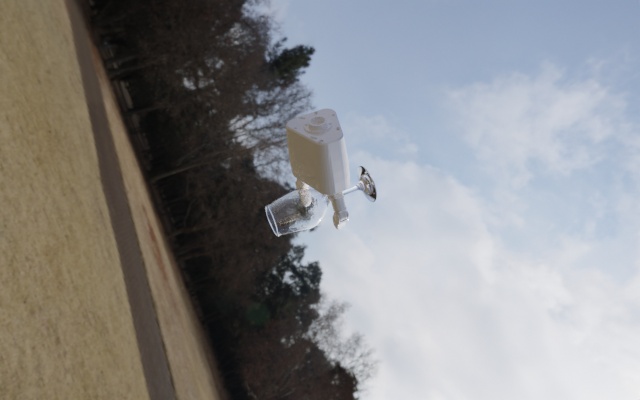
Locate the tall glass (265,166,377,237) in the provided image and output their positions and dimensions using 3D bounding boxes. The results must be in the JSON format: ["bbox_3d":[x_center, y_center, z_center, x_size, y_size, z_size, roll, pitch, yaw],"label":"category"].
[{"bbox_3d":[0.001,0.003,0.892,0.201,0.079,0.079,-22,6,-15],"label":"tall glass"}]
